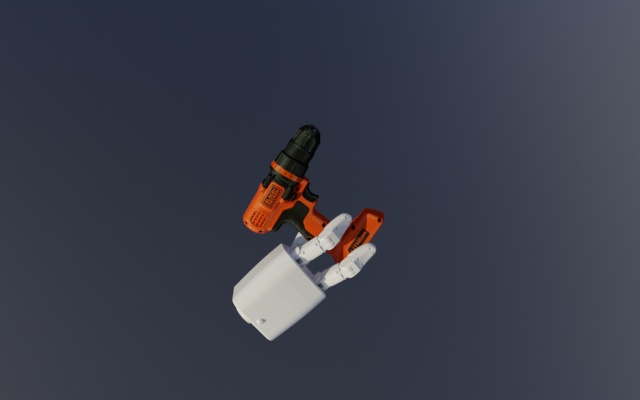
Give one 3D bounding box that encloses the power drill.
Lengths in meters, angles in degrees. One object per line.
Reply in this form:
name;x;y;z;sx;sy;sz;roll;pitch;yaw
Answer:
power drill;0.000;0.003;0.728;0.187;0.184;0.057;32;13;-3
